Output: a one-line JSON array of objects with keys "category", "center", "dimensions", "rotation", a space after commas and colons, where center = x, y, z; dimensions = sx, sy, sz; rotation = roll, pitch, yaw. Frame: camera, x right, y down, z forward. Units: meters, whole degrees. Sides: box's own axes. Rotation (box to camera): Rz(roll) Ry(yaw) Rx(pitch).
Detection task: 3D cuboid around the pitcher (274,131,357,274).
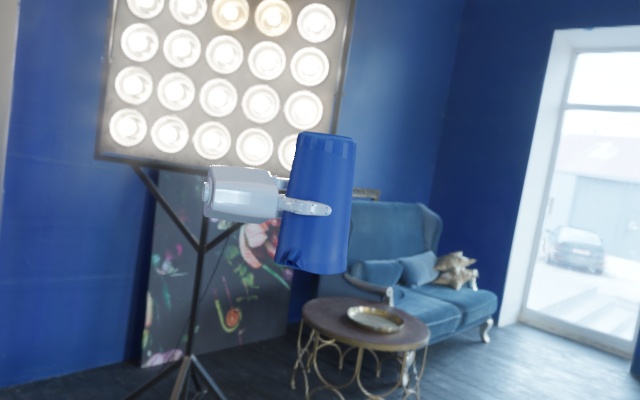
[{"category": "pitcher", "center": [0.000, 0.003, 0.867], "dimensions": [0.145, 0.243, 0.149], "rotation": [6, 6, -20]}]
